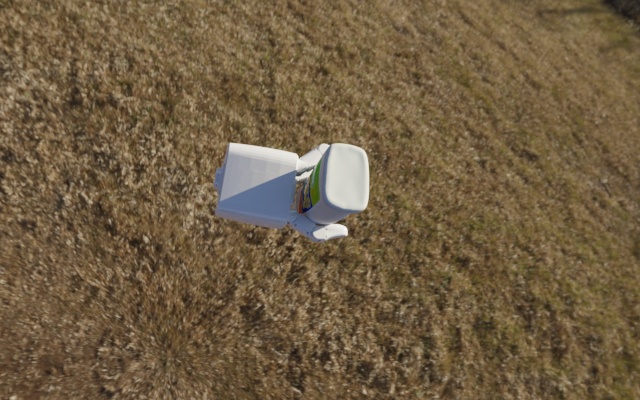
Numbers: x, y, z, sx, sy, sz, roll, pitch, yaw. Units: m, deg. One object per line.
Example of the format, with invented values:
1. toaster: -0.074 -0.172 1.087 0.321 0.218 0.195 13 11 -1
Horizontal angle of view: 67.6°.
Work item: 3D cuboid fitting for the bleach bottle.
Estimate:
1. bleach bottle: 0.000 0.002 0.760 0.068 0.102 0.251 9 -20 -15
